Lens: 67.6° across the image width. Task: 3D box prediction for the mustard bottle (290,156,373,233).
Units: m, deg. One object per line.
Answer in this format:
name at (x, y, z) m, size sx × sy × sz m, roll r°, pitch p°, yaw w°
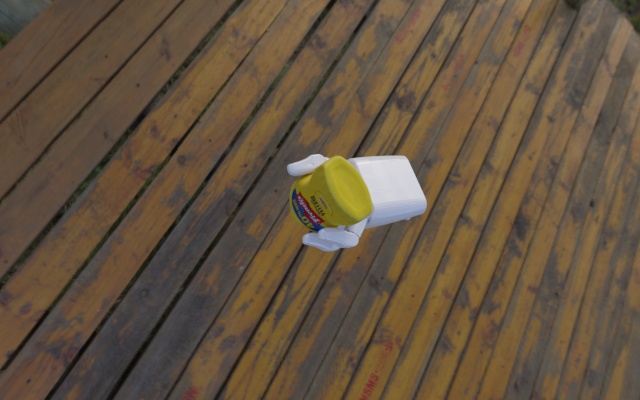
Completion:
mustard bottle at (0.000, 0.002, 0.728) m, size 0.058 × 0.096 × 0.192 m, roll -35°, pitch 4°, yaw -27°
